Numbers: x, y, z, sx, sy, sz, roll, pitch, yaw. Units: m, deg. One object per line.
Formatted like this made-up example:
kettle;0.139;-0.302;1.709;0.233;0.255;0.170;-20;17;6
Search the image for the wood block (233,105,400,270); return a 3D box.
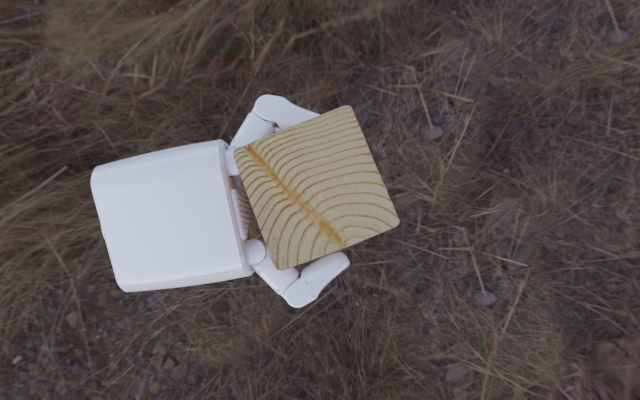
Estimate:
wood block;0.000;0.002;0.419;0.090;0.091;0.206;-21;-6;0
